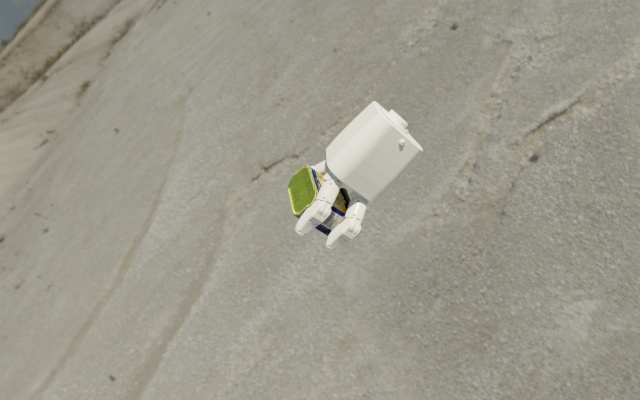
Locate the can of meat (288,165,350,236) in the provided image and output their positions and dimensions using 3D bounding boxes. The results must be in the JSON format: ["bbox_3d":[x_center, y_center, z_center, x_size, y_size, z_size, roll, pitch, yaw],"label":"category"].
[{"bbox_3d":[0.000,0.002,0.728,0.084,0.057,0.102,33,23,-31],"label":"can of meat"}]
